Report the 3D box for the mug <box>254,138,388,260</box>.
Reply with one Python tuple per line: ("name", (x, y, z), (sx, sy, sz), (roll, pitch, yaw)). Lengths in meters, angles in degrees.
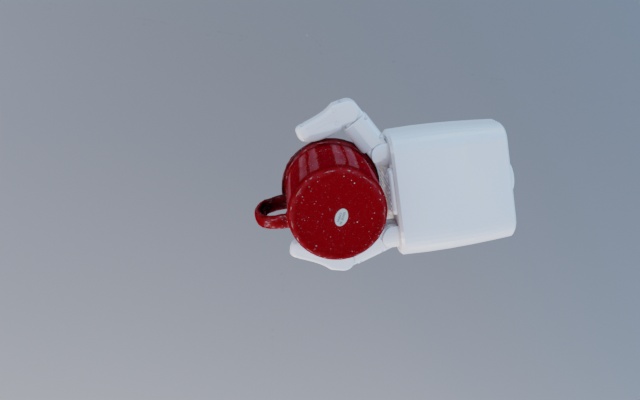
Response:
("mug", (-0.001, 0.002, 0.414), (0.117, 0.093, 0.081), (-10, 19, 0))
